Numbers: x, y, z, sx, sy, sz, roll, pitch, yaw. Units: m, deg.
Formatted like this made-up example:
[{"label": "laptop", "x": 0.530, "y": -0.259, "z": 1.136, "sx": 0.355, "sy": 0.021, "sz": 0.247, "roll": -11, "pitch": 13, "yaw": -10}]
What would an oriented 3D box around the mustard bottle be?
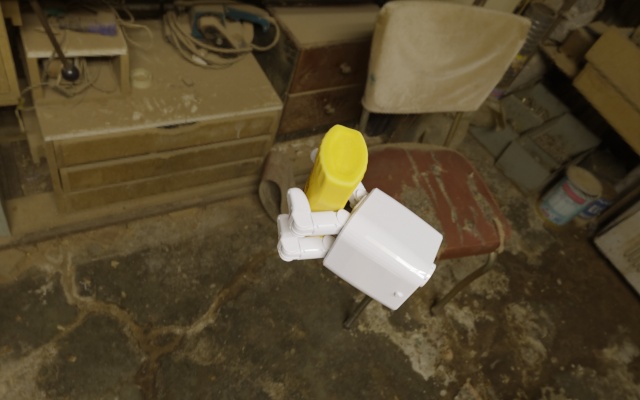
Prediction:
[{"label": "mustard bottle", "x": 0.000, "y": 0.002, "z": 0.606, "sx": 0.058, "sy": 0.096, "sz": 0.192, "roll": 16, "pitch": -40, "yaw": -9}]
